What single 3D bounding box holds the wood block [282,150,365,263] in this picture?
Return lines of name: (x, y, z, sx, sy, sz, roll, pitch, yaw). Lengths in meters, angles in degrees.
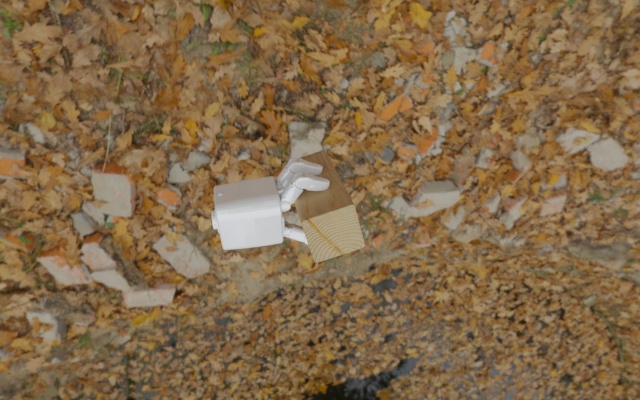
wood block: (0.000, 0.003, 0.843, 0.090, 0.091, 0.206, -18, 33, -3)
